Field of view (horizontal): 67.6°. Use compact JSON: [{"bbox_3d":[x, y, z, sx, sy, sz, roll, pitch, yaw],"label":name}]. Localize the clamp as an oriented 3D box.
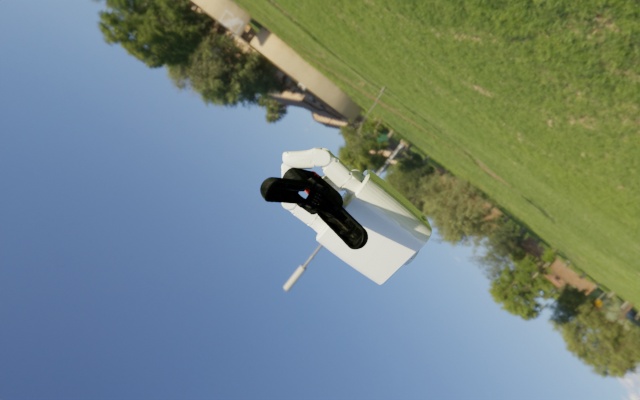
[{"bbox_3d":[0.000,0.002,0.541,0.120,0.039,0.171,37,13,-2],"label":"clamp"}]
